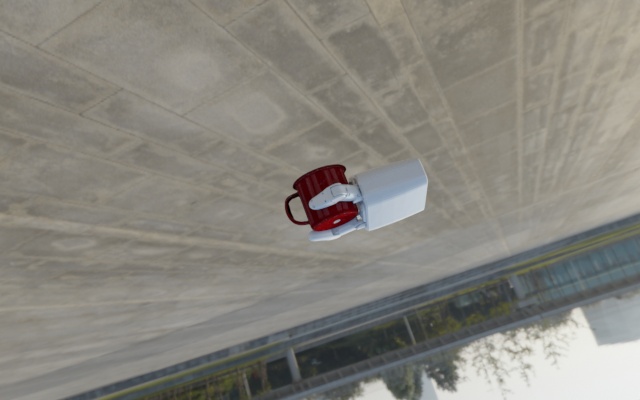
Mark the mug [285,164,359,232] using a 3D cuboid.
[{"bbox_3d":[-0.001,0.003,0.771,0.117,0.081,0.093,-19,-16,-4],"label":"mug"}]
